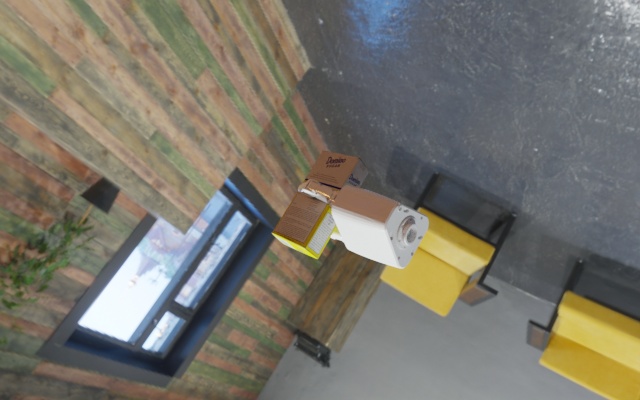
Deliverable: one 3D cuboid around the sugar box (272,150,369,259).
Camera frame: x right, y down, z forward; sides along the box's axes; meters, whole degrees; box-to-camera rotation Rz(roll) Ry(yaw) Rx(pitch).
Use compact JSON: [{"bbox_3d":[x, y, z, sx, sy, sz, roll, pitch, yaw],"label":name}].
[{"bbox_3d":[0.000,0.003,0.804,0.093,0.176,0.048,18,-21,45],"label":"sugar box"}]
